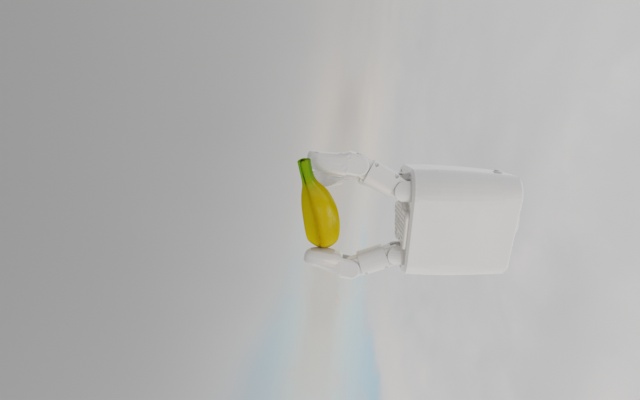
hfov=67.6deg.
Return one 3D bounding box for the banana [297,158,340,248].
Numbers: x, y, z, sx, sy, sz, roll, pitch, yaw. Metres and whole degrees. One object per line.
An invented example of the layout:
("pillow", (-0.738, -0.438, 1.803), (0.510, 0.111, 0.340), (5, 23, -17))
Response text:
("banana", (0.001, 0.019, 0.517), (0.037, 0.069, 0.198), (-4, -16, 0))
